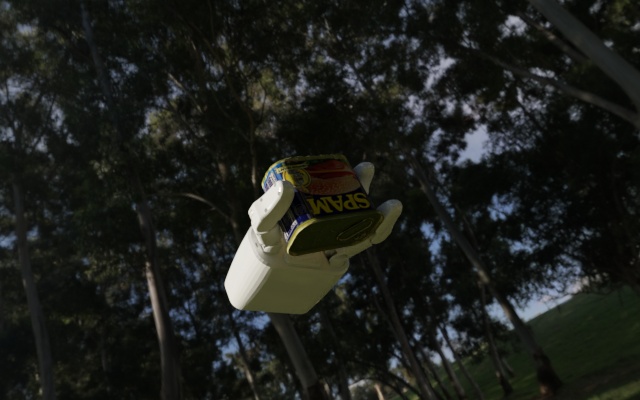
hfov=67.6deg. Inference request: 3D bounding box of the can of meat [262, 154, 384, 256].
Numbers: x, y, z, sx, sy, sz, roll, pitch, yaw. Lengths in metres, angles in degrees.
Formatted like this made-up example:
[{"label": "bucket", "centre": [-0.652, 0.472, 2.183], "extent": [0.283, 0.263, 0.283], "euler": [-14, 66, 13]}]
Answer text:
[{"label": "can of meat", "centre": [0.000, 0.001, 0.487], "extent": [0.102, 0.084, 0.057], "euler": [-7, -35, -32]}]
